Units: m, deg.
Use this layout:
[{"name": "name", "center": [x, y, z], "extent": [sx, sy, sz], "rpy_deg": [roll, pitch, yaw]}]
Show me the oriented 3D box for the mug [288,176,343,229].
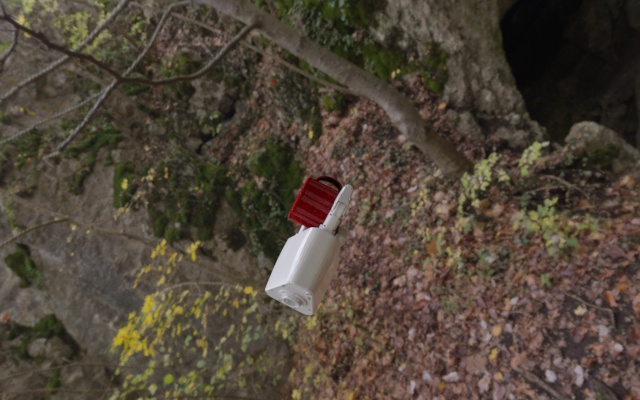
[{"name": "mug", "center": [0.000, 0.002, 0.843], "extent": [0.081, 0.117, 0.093], "rpy_deg": [27, -33, -4]}]
